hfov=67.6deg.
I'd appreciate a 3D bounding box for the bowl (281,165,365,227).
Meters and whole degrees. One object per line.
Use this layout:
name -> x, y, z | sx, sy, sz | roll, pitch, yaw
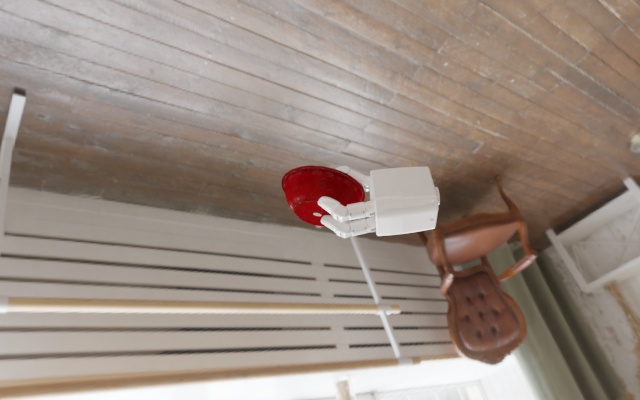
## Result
bowl -> -0.001, 0.003, 0.891 | 0.162, 0.055, 0.162 | 9, -30, 5
